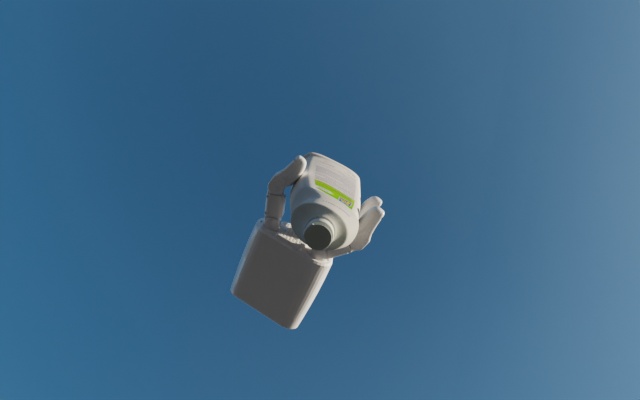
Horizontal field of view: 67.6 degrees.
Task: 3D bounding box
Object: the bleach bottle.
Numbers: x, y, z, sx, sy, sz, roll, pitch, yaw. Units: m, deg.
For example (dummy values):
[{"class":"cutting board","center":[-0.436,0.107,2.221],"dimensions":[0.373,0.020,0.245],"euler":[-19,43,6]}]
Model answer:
[{"class":"bleach bottle","center":[0.000,0.002,0.603],"dimensions":[0.102,0.068,0.250],"euler":[25,15,-2]}]
